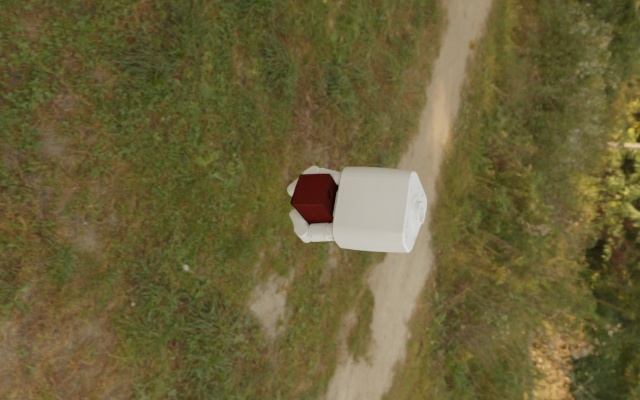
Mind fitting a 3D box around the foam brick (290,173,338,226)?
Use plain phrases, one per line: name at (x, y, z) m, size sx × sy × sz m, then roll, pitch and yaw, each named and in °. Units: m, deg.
foam brick at (0.000, 0.002, 0.703) m, size 0.051 × 0.053 × 0.078 m, roll 0°, pitch -31°, yaw 27°
